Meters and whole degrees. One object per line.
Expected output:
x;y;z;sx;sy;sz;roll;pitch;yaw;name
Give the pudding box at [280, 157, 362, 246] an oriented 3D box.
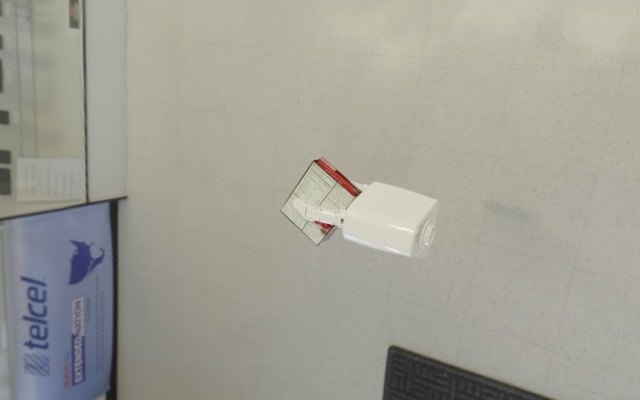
0.000;0.003;0.753;0.090;0.113;0.039;43;26;14;pudding box
